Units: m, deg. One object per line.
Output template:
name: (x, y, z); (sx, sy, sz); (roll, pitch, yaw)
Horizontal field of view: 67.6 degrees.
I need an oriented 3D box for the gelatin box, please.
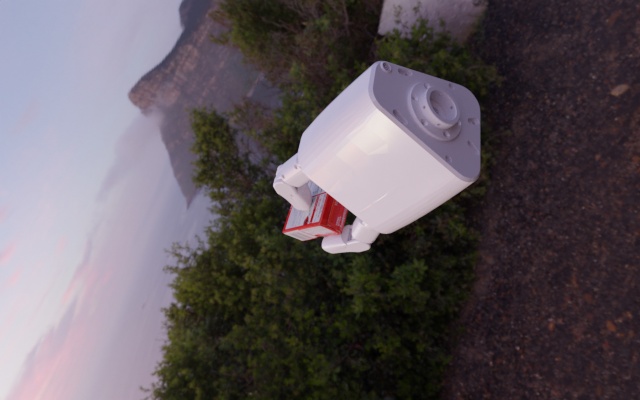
gelatin box: (0.000, 0.002, 0.506); (0.030, 0.073, 0.089); (25, -20, -24)
